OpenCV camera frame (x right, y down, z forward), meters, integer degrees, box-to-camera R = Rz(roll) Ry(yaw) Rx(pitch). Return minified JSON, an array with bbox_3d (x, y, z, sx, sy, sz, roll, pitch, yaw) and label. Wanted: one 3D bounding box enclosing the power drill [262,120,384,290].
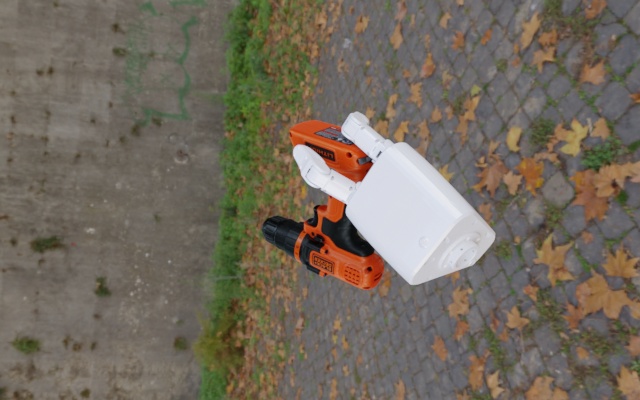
[{"bbox_3d":[0.000,0.002,0.585,0.184,0.188,0.057,20,33,30],"label":"power drill"}]
